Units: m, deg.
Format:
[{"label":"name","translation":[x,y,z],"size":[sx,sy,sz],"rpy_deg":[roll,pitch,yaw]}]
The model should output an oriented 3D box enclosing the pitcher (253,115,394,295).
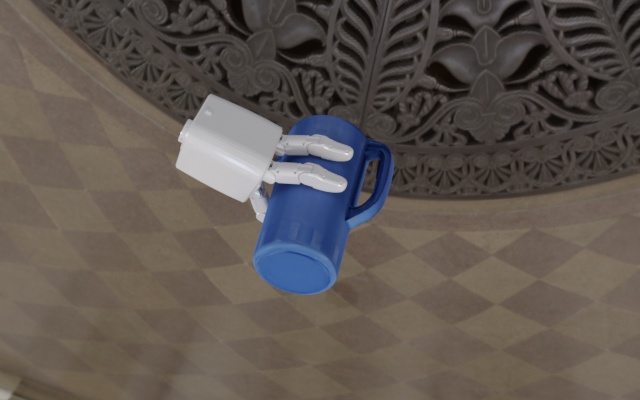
[{"label":"pitcher","translation":[0.000,0.002,0.661],"size":[0.145,0.242,0.149],"rpy_deg":[28,-43,-14]}]
